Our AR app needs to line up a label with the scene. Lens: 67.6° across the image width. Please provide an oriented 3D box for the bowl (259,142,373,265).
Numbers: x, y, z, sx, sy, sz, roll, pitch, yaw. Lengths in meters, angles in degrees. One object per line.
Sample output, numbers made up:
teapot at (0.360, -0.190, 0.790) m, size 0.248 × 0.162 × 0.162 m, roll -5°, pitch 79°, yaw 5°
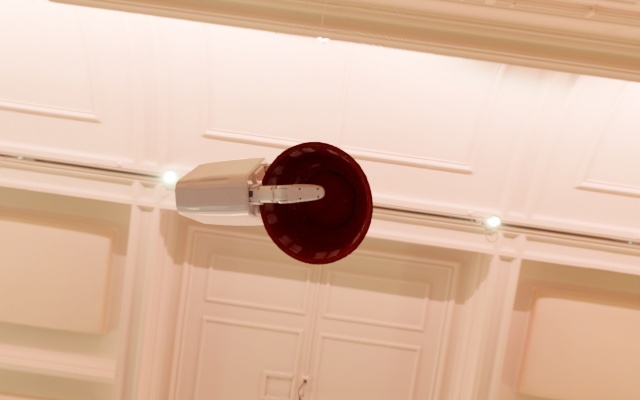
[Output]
bowl at (0.001, 0.002, 0.645) m, size 0.162 × 0.162 × 0.055 m, roll 0°, pitch 5°, yaw 22°
